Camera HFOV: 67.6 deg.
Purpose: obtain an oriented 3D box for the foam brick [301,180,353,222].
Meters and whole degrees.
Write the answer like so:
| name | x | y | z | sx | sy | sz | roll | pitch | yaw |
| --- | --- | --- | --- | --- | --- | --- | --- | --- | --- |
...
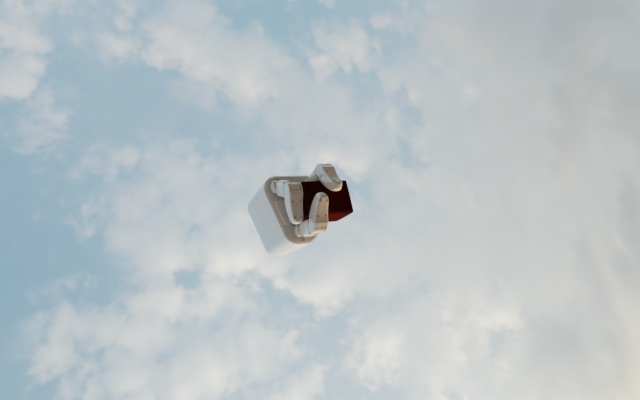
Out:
| name | x | y | z | sx | sy | sz | roll | pitch | yaw |
| --- | --- | --- | --- | --- | --- | --- | --- | --- | --- |
| foam brick | 0.000 | 0.002 | 0.720 | 0.078 | 0.053 | 0.051 | -2 | -18 | -27 |
